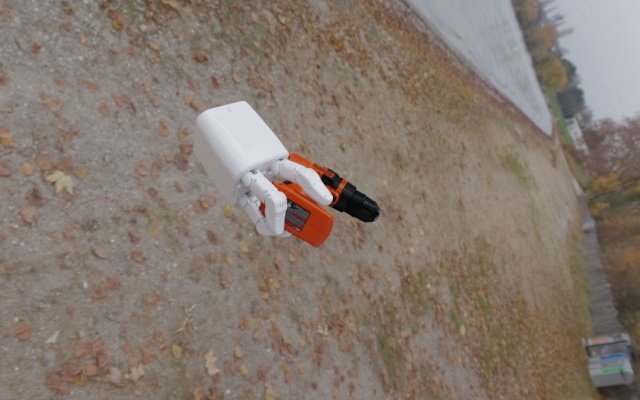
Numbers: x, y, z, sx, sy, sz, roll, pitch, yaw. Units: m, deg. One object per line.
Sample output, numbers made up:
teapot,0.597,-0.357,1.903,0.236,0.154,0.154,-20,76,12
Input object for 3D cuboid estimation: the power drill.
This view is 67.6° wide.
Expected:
power drill,0.000,0.002,0.731,0.184,0.057,0.187,29,21,4
